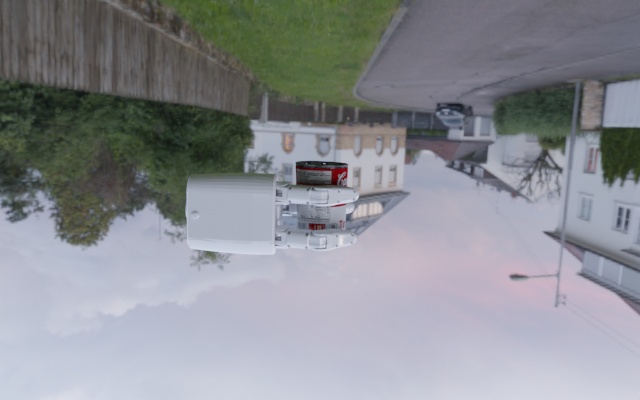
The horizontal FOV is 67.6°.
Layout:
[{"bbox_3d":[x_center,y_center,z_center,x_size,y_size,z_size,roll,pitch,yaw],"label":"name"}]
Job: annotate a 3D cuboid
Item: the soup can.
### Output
[{"bbox_3d":[0.001,0.002,0.618,0.068,0.102,0.068,2,9,0],"label":"soup can"}]
